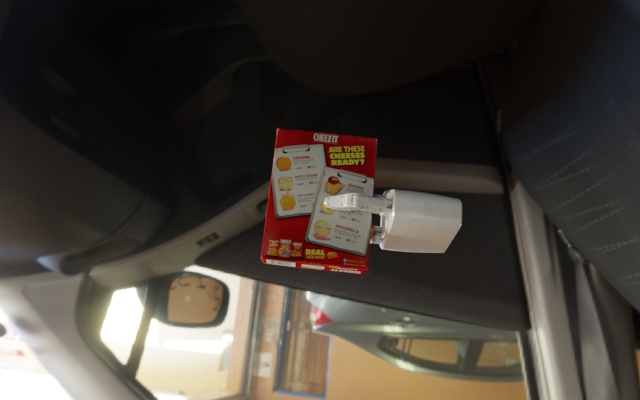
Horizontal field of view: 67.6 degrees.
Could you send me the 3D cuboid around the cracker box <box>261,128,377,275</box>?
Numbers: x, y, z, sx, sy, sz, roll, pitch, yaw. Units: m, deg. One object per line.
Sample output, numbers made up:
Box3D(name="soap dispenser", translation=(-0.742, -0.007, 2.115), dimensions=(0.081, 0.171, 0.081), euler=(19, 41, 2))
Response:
Box3D(name="cracker box", translation=(0.000, 0.003, 0.764), dimensions=(0.164, 0.213, 0.072), euler=(6, -16, -2))
